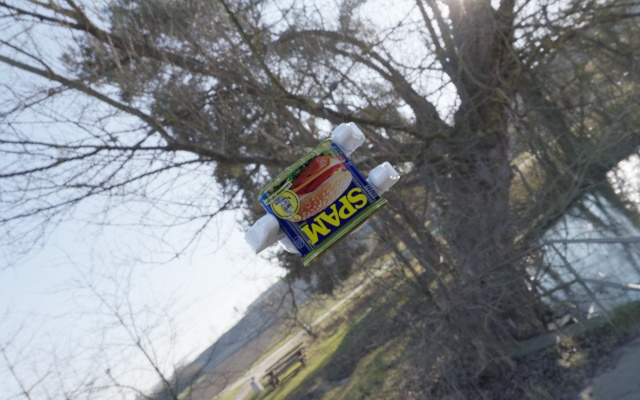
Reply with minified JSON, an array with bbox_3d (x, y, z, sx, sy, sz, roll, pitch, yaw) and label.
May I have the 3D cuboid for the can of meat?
[{"bbox_3d":[0.000,0.001,0.475,0.102,0.084,0.057,-37,-8,-5],"label":"can of meat"}]
